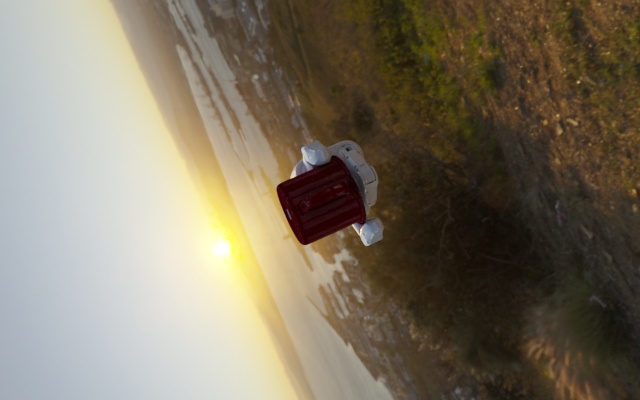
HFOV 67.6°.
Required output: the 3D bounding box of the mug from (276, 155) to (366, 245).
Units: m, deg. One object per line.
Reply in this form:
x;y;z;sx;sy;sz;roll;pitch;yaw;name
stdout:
0.000;0.002;0.567;0.081;0.093;0.117;-24;-1;-11;mug
